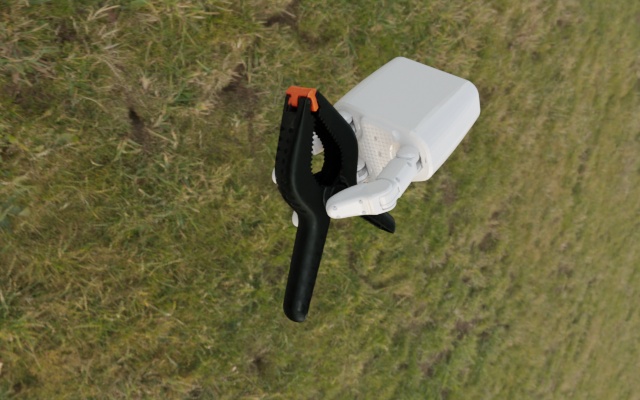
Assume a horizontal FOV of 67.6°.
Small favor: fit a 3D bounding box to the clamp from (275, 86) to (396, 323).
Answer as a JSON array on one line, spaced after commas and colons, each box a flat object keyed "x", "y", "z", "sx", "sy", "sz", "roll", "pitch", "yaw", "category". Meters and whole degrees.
[{"x": 0.001, "y": 0.001, "z": 0.438, "sx": 0.036, "sy": 0.210, "sz": 0.164, "roll": 17, "pitch": 50, "yaw": 40, "category": "clamp"}]
